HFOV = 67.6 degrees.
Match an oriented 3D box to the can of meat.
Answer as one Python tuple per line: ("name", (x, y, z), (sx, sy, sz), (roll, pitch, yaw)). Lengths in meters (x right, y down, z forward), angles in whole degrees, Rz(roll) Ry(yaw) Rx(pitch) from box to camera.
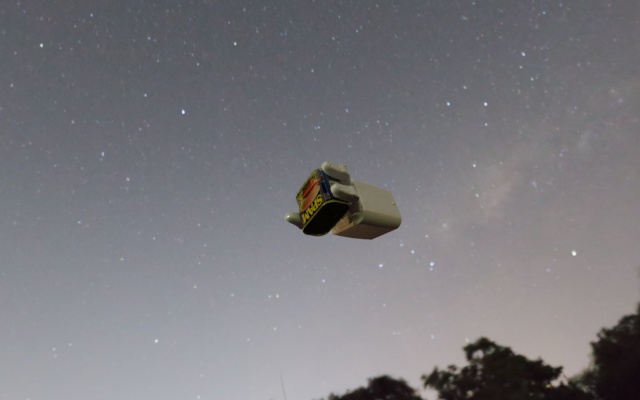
("can of meat", (0.000, 0.003, 0.886), (0.057, 0.084, 0.102), (10, -44, -32))
